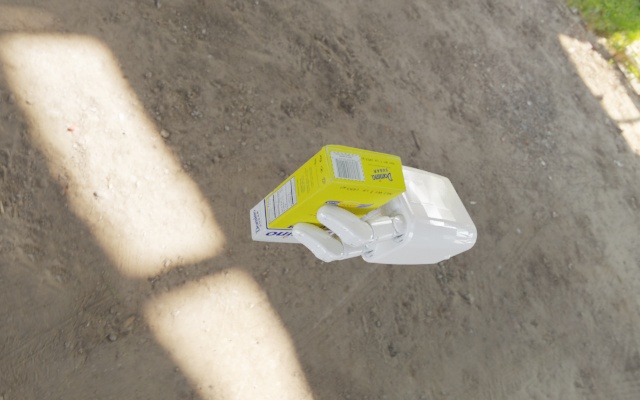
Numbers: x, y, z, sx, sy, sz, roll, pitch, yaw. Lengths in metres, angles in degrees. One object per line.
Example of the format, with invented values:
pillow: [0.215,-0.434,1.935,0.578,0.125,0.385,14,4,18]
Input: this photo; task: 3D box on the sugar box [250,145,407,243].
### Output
sugar box: [0.000,0.002,0.522,0.093,0.048,0.176,6,-27,-31]
